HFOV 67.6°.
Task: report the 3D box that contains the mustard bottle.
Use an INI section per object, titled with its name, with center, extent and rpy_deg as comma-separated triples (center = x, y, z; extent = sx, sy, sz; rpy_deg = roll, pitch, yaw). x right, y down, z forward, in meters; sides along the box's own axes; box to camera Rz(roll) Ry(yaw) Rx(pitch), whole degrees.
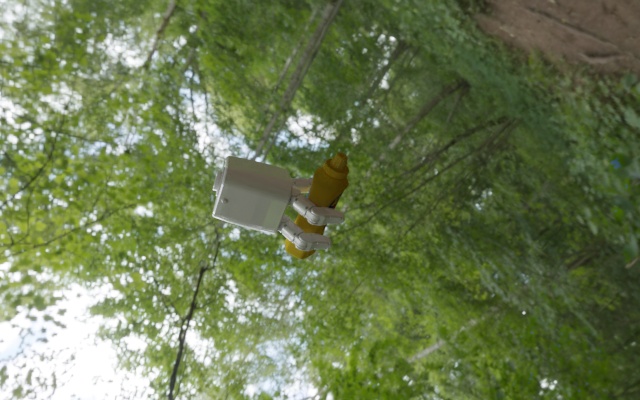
[mustard bottle]
center = 0.000, 0.003, 0.795
extent = 0.058, 0.192, 0.096
rpy_deg = 29, 33, 7
